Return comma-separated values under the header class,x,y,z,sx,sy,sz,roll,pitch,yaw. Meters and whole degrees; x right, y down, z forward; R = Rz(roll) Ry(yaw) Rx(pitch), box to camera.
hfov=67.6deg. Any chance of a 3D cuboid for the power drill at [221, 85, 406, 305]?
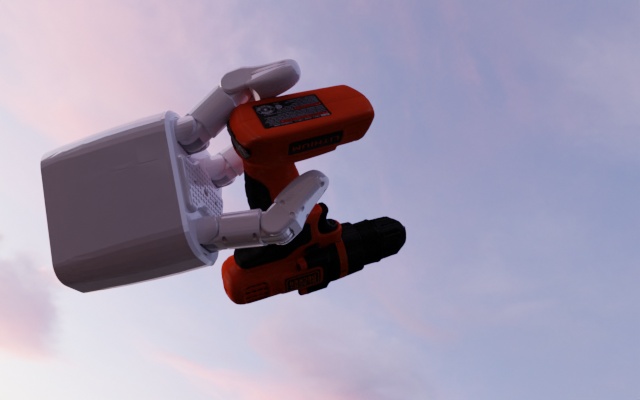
class,x,y,z,sx,sy,sz,roll,pitch,yaw
power drill,0.000,0.001,0.407,0.184,0.188,0.057,-16,41,-19
